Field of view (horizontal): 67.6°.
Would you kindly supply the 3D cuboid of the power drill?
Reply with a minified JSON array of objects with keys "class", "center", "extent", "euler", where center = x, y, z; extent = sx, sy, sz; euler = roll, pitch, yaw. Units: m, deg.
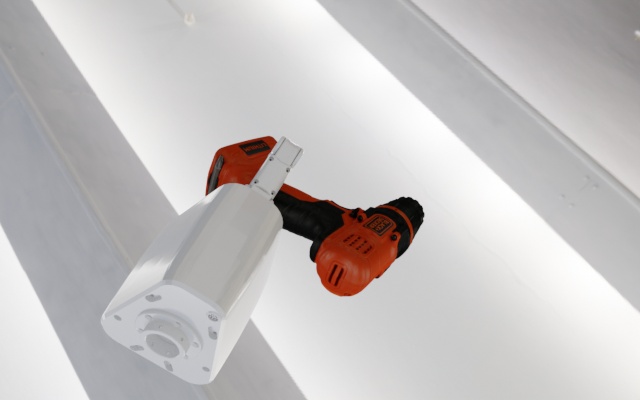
[{"class":"power drill","center":[0.000,0.001,0.462],"extent":[0.187,0.057,0.184],"euler":[28,25,19]}]
